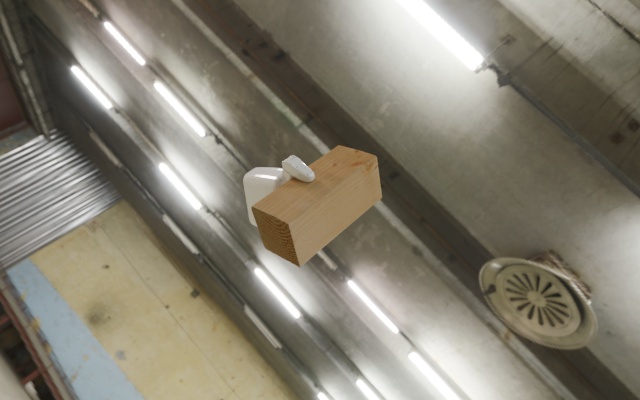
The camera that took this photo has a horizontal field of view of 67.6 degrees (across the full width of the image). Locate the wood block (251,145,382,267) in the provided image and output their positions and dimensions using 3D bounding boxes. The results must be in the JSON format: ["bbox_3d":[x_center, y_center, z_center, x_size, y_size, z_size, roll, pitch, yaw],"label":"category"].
[{"bbox_3d":[0.000,0.002,0.787,0.090,0.091,0.206,22,48,40],"label":"wood block"}]
